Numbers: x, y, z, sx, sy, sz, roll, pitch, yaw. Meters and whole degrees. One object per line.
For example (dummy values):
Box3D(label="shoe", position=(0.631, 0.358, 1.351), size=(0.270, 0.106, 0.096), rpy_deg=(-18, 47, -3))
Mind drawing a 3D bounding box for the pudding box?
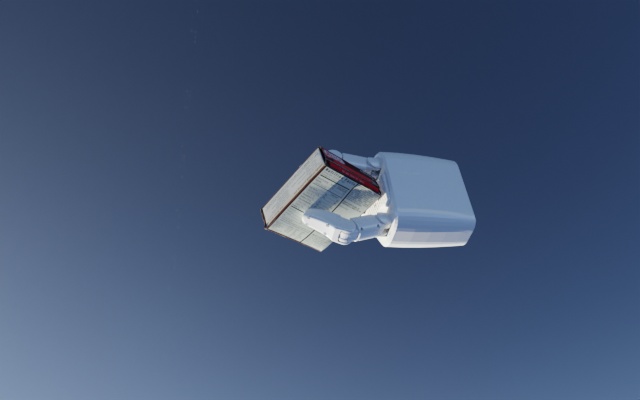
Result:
Box3D(label="pudding box", position=(0.000, 0.002, 0.552), size=(0.090, 0.113, 0.039), rpy_deg=(27, 28, -34))
